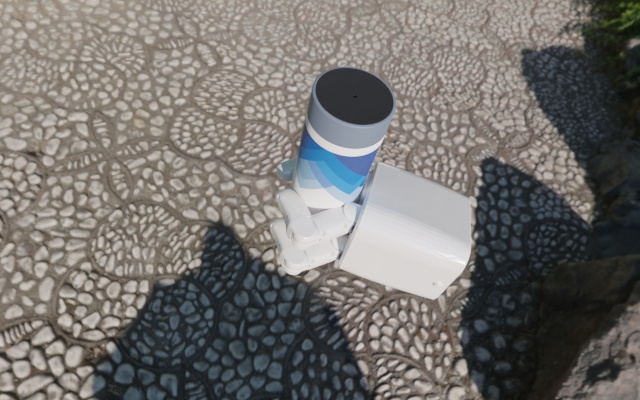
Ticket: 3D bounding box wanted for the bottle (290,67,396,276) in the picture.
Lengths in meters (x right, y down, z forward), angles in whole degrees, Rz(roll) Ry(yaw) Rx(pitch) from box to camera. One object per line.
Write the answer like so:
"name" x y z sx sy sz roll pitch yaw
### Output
"bottle" 0.000 0.001 0.485 0.069 0.069 0.296 0 -34 -12
